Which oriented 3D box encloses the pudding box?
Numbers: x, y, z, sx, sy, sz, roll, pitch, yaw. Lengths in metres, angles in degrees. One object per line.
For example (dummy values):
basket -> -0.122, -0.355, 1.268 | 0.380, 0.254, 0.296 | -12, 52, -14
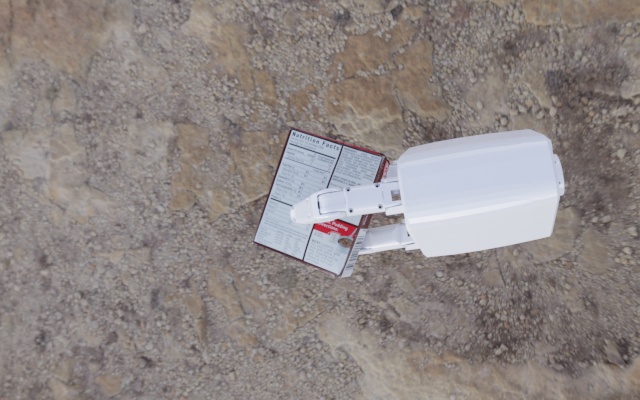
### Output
pudding box -> 0.000, 0.001, 0.423 | 0.090, 0.113, 0.039 | 20, 0, 16
